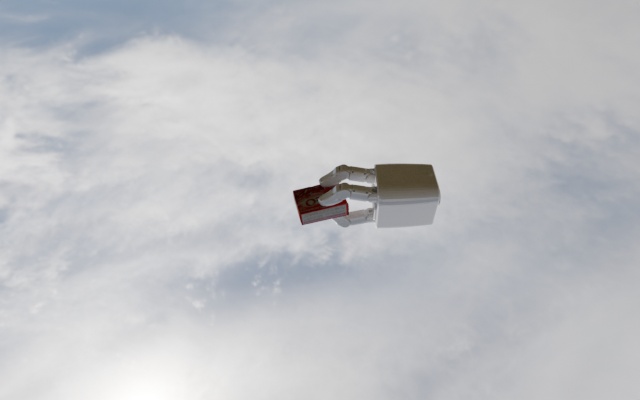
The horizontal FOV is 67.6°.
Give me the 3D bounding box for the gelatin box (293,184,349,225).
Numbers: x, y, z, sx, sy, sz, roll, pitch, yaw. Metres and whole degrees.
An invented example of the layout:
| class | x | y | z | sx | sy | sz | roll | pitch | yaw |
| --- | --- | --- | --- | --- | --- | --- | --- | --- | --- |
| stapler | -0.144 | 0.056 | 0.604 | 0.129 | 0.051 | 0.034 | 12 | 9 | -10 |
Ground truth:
| class | x | y | z | sx | sy | sz | roll | pitch | yaw |
| --- | --- | --- | --- | --- | --- | --- | --- | --- | --- |
| gelatin box | 0.000 | 0.003 | 0.859 | 0.089 | 0.030 | 0.073 | -13 | 39 | -5 |
